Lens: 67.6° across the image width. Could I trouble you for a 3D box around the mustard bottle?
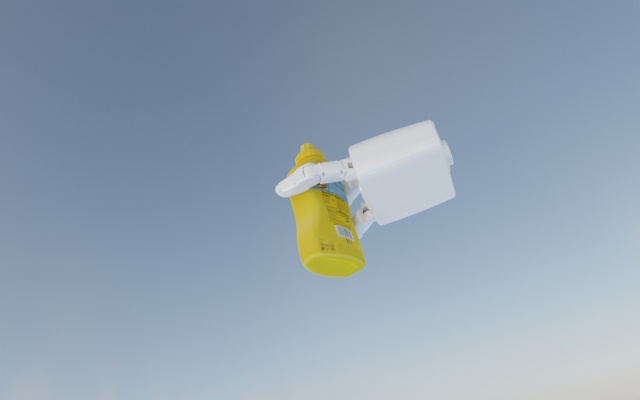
[{"bbox_3d":[0.000,0.002,0.632,0.058,0.191,0.096,-34,-37,31],"label":"mustard bottle"}]
